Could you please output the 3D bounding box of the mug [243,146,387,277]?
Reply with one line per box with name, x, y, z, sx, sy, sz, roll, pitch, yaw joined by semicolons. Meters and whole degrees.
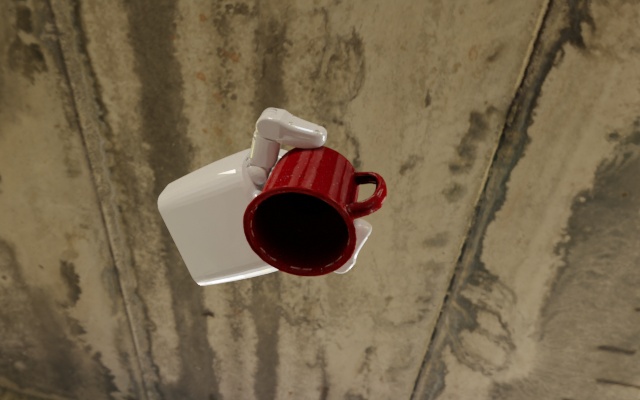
mug;0.001;0.001;0.408;0.117;0.093;0.081;-16;30;22
